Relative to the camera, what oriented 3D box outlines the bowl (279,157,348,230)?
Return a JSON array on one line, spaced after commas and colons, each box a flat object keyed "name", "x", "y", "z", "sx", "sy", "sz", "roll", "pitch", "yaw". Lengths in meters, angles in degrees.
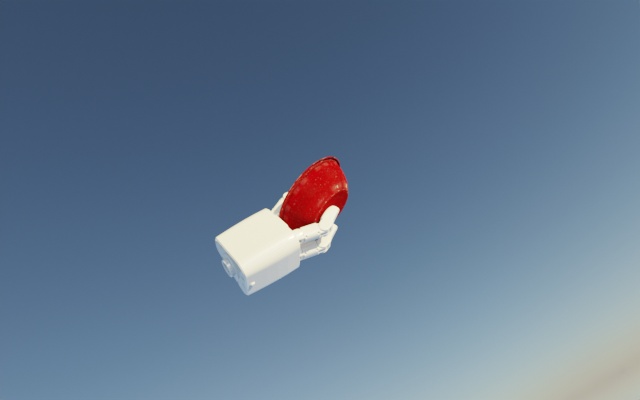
[{"name": "bowl", "x": 0.001, "y": 0.002, "z": 0.862, "sx": 0.055, "sy": 0.162, "sz": 0.162, "roll": 37, "pitch": 16, "yaw": 22}]
